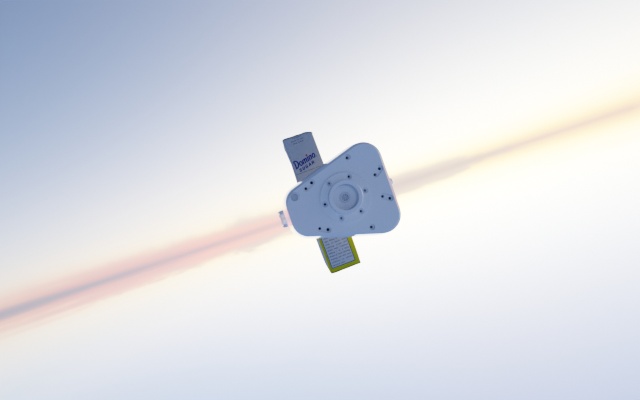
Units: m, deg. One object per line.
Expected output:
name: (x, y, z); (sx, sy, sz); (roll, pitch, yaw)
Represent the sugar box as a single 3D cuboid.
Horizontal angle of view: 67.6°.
sugar box: (0.001, 0.002, 0.626); (0.048, 0.176, 0.093); (-18, 0, -3)
